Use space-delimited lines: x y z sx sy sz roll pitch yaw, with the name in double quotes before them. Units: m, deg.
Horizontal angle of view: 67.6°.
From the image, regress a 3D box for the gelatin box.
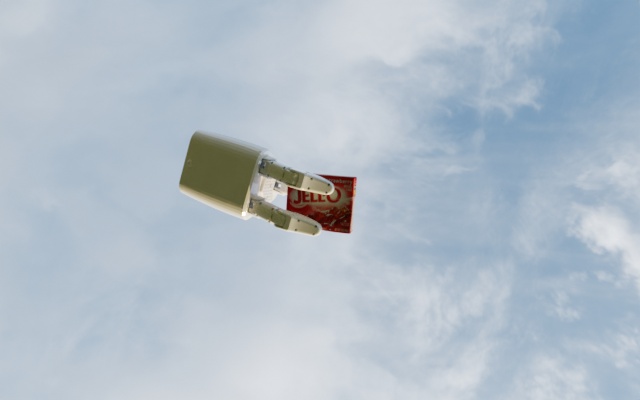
"gelatin box" 0.001 0.002 0.622 0.089 0.073 0.030 5 6 11
